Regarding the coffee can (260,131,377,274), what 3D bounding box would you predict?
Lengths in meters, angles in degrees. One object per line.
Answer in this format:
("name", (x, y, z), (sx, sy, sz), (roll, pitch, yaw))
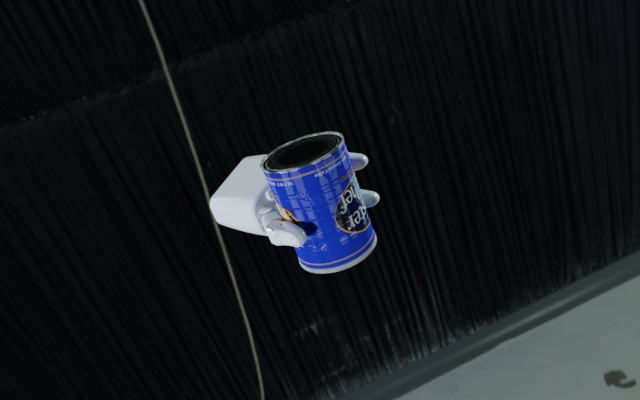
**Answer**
("coffee can", (0.000, 0.002, 0.577), (0.103, 0.140, 0.102), (-17, 24, 8))
